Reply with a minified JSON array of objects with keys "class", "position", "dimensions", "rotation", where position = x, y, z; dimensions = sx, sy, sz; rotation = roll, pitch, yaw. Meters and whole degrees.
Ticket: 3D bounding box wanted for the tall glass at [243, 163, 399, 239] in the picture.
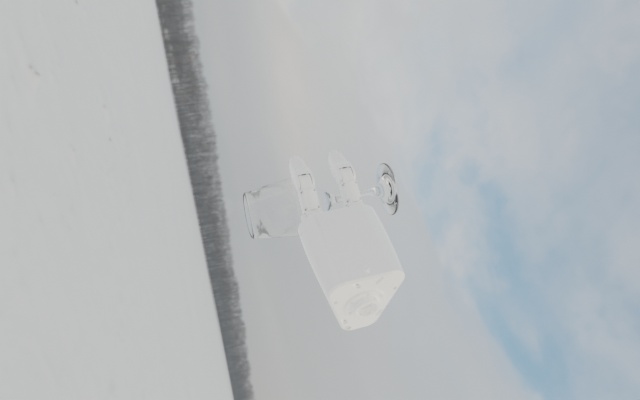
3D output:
[{"class":"tall glass","position":[0.001,0.002,0.647],"dimensions":[0.201,0.079,0.079],"rotation":[-11,2,-14]}]
